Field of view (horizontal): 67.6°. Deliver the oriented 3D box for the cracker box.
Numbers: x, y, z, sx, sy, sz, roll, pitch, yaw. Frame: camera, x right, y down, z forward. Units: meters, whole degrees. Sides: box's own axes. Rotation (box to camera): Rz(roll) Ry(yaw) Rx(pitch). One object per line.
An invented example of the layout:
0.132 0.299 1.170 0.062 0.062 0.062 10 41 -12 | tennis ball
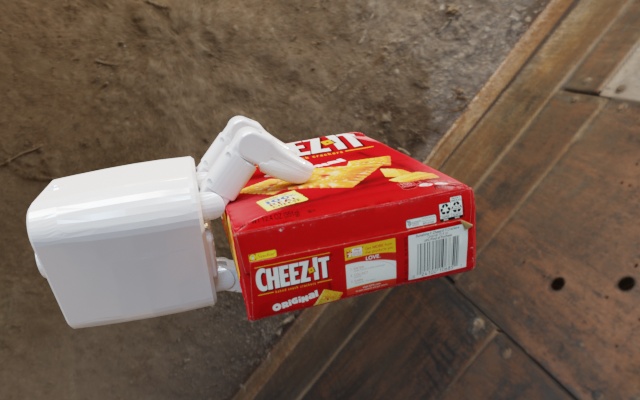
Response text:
0.000 0.002 0.401 0.164 0.072 0.213 -11 21 -13 | cracker box
